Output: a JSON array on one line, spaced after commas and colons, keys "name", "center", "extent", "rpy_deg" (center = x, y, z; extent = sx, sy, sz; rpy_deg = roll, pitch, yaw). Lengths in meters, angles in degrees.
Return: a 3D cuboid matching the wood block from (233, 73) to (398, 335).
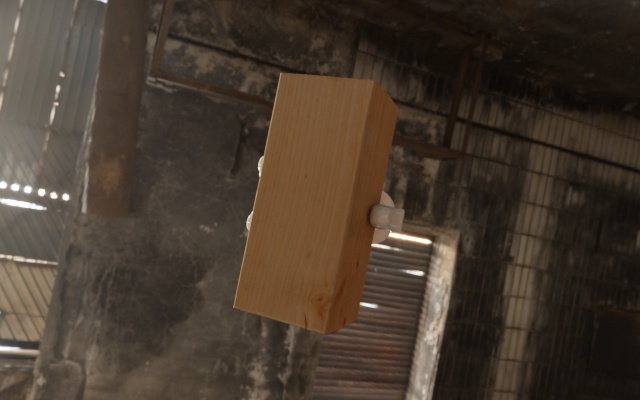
[{"name": "wood block", "center": [0.000, 0.002, 0.432], "extent": [0.091, 0.206, 0.090], "rpy_deg": [10, -2, 21]}]
